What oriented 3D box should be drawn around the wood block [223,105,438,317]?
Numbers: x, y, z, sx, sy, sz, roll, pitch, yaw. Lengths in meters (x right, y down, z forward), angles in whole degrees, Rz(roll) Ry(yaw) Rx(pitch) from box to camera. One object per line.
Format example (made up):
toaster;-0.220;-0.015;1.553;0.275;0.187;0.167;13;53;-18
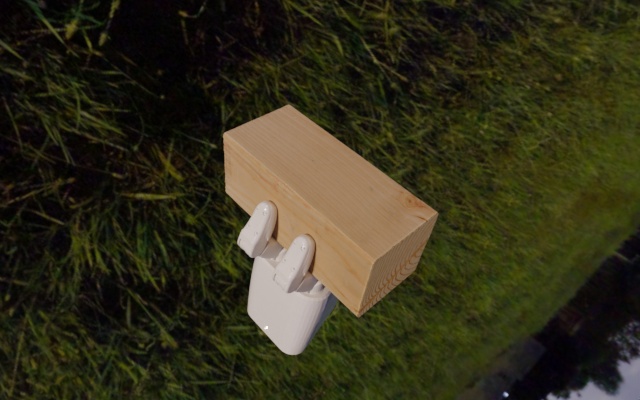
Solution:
wood block;0.000;0.002;0.482;0.091;0.090;0.206;-31;57;-33
